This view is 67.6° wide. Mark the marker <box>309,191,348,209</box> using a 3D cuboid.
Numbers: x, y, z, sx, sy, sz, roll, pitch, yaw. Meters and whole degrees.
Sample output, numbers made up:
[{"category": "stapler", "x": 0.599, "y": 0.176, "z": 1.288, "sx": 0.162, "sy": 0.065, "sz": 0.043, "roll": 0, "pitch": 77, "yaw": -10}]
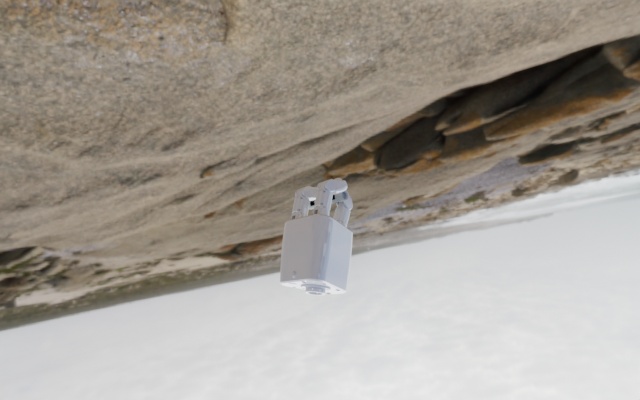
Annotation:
[{"category": "marker", "x": 0.000, "y": 0.003, "z": 0.859, "sx": 0.020, "sy": 0.020, "sz": 0.121, "roll": 0, "pitch": -11, "yaw": -45}]
